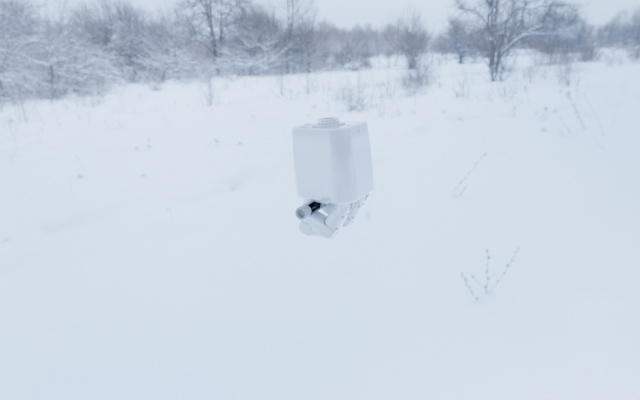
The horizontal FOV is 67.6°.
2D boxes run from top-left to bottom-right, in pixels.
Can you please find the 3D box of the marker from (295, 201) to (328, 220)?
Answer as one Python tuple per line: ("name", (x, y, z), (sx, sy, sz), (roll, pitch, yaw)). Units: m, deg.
("marker", (0.000, 0.002, 0.724), (0.020, 0.020, 0.121), (0, 16, 29))
